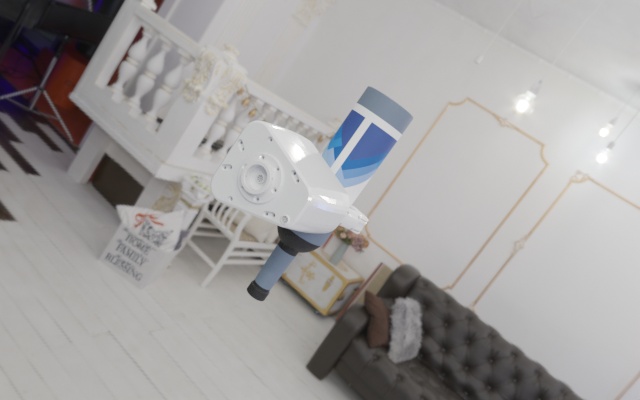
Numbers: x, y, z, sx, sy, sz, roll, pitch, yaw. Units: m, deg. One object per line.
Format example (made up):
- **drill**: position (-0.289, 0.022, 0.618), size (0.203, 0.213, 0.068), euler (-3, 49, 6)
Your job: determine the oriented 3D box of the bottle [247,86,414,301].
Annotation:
- **bottle**: position (0.000, 0.002, 0.590), size (0.069, 0.296, 0.069), euler (34, 9, -6)
